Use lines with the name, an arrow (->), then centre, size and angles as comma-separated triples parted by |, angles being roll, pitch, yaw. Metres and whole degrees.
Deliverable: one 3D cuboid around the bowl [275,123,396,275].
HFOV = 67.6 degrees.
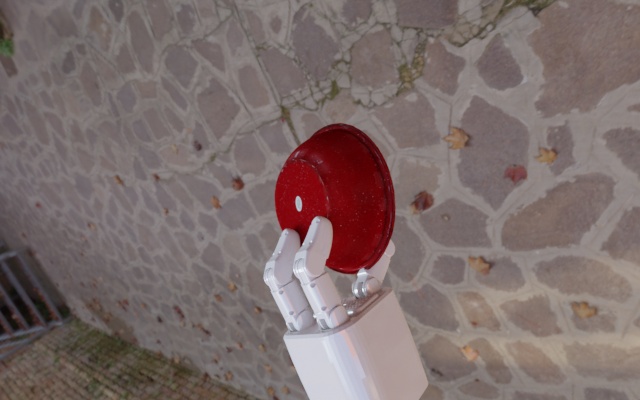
bowl -> -0.001, 0.000, 0.493 | 0.055, 0.162, 0.162 | -7, 4, -38
